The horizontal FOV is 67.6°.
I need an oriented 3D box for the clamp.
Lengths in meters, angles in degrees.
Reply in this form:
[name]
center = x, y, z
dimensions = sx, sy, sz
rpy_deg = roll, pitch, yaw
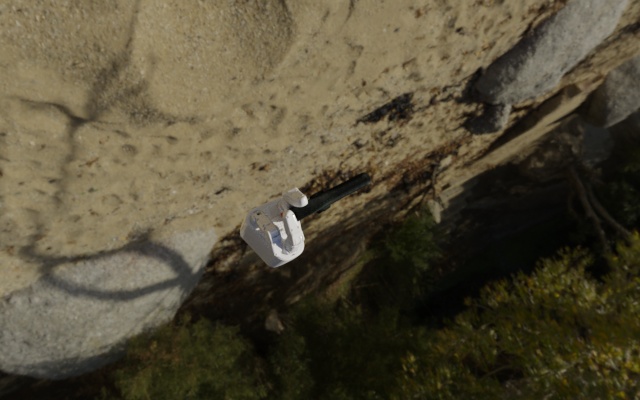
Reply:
[clamp]
center = 0.000, 0.003, 0.862
dimensions = 0.171, 0.039, 0.120
rpy_deg = -24, -8, -23
